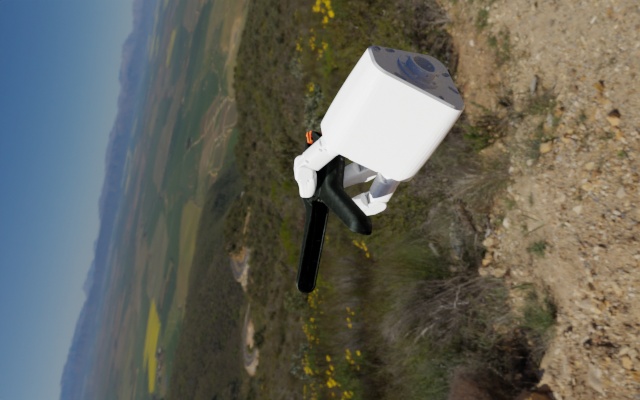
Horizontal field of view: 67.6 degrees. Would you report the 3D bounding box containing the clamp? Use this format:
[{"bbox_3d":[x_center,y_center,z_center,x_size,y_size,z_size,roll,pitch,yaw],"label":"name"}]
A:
[{"bbox_3d":[-0.001,0.001,0.602,0.036,0.209,0.165,11,-44,-24],"label":"clamp"}]
